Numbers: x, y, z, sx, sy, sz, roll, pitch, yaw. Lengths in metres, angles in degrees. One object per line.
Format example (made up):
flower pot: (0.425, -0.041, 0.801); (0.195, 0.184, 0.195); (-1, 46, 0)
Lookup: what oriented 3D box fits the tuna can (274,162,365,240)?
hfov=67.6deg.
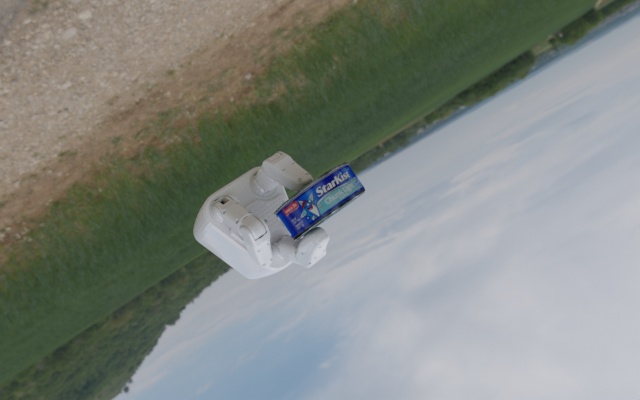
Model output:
tuna can: (0.000, 0.002, 0.456); (0.086, 0.034, 0.086); (-35, -3, -2)
